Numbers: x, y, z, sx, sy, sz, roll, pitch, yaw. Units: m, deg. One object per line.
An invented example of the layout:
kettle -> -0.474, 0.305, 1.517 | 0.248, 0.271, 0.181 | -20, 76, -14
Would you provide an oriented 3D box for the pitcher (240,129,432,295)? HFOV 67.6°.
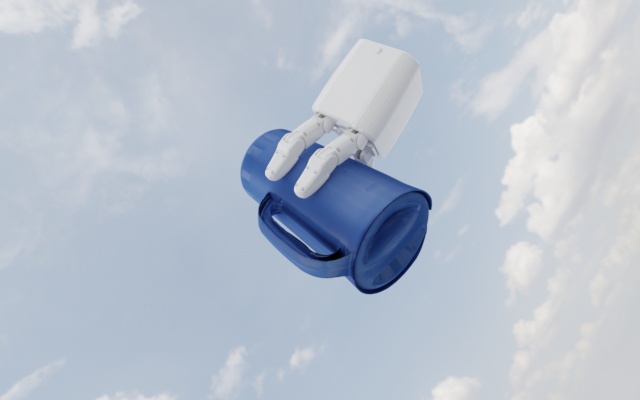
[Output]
pitcher -> 0.000, 0.002, 0.592 | 0.242, 0.145, 0.149 | 32, -2, 37
